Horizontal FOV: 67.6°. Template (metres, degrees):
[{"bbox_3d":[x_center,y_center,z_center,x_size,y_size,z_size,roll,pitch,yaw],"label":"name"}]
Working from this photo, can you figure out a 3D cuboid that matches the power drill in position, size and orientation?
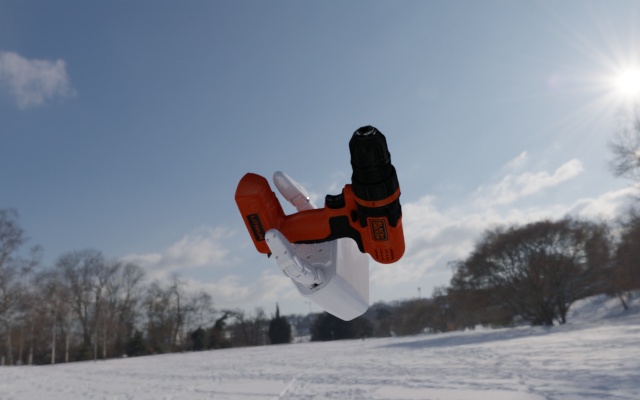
[{"bbox_3d":[0.000,0.002,0.555,0.187,0.185,0.057,-2,38,18],"label":"power drill"}]
